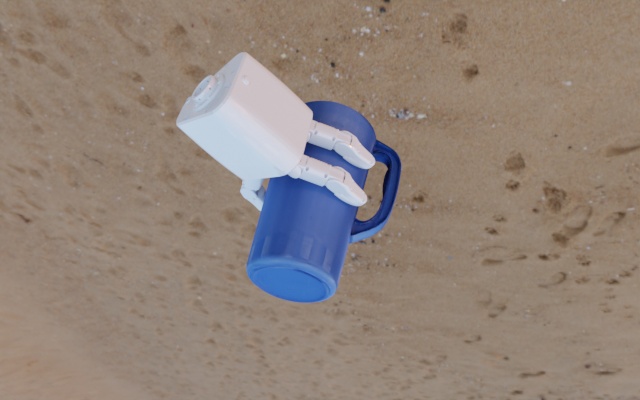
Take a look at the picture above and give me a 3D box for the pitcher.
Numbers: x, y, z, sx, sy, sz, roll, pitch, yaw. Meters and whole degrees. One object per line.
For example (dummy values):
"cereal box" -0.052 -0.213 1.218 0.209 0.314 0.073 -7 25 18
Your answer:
"pitcher" 0.000 0.002 0.609 0.149 0.242 0.145 -19 -46 39
